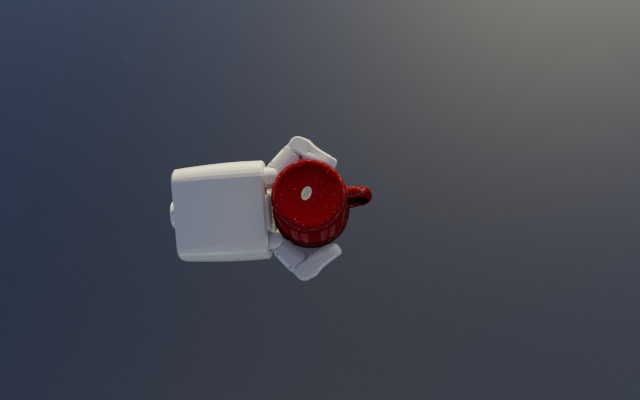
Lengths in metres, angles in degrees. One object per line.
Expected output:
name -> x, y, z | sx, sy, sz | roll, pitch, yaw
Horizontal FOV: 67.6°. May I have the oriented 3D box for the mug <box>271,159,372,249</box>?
mug -> 0.002, 0.002, 0.538 | 0.117, 0.093, 0.081 | -5, -13, 0
